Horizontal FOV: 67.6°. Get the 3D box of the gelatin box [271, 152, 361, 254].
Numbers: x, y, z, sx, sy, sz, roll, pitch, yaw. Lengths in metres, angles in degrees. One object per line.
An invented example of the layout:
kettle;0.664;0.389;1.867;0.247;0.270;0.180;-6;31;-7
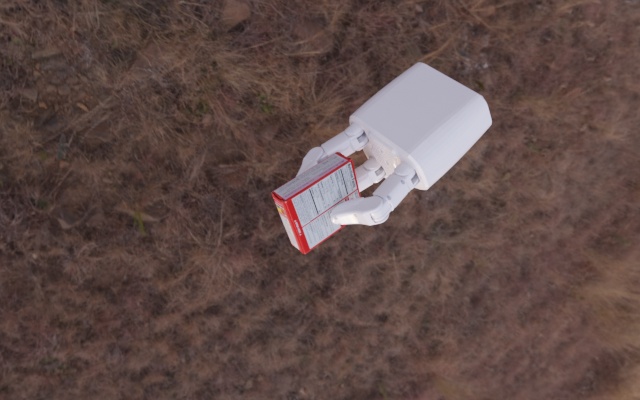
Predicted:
gelatin box;0.000;0.002;0.504;0.089;0.073;0.030;-34;39;-21
